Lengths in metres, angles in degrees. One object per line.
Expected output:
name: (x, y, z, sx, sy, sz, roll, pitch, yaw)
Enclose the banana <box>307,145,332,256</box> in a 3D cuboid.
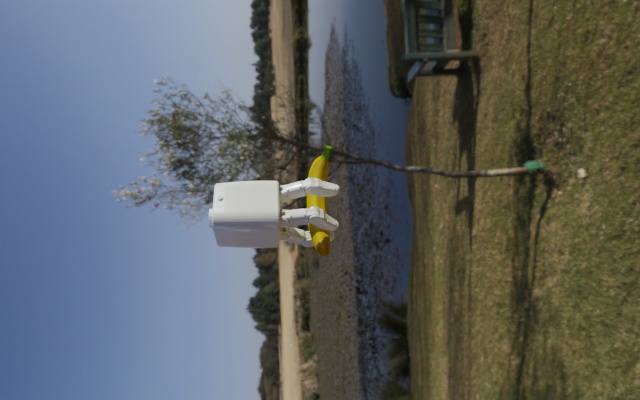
banana: (-0.003, 0.005, 0.838, 0.037, 0.197, 0.070, 3, -18, -10)
